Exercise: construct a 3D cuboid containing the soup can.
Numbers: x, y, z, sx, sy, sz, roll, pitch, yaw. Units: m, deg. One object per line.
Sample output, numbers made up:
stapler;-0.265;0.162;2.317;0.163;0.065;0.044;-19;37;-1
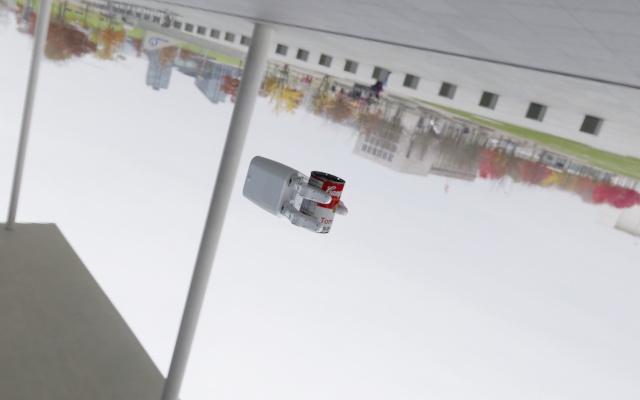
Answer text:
soup can;0.001;0.003;0.891;0.068;0.102;0.068;16;13;-4
